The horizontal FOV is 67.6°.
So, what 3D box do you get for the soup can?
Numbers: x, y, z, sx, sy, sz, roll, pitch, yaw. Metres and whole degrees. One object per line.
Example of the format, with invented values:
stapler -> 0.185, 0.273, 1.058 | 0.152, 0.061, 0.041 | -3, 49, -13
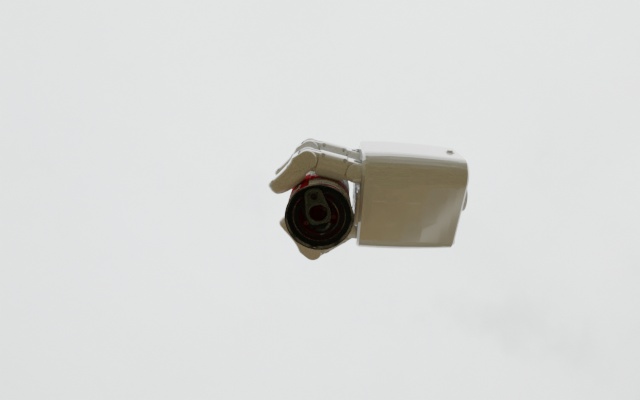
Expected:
soup can -> 0.000, 0.002, 0.512 | 0.068, 0.068, 0.102 | 0, 18, 2
